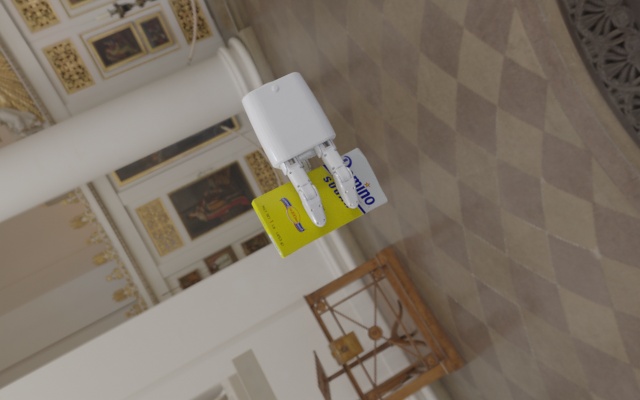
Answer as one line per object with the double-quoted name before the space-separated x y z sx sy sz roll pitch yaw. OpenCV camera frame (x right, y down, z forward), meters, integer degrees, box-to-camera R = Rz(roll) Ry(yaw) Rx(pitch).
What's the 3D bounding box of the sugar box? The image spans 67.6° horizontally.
"sugar box" 0.000 0.002 0.693 0.176 0.093 0.048 -28 -2 -12
